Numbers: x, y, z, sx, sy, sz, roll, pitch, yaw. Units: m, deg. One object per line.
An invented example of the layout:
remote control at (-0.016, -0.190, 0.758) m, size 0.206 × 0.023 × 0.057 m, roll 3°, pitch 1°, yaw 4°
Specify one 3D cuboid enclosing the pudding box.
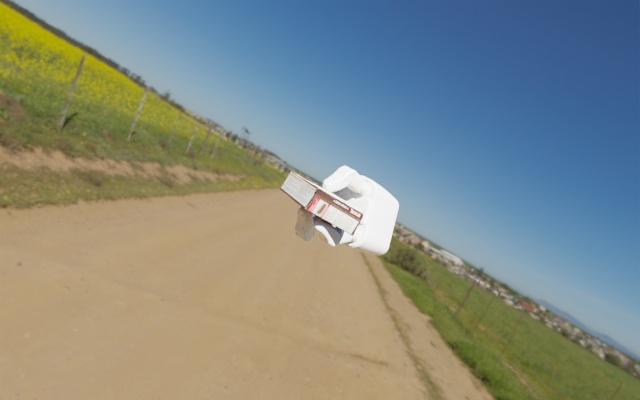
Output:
pudding box at (0.000, 0.002, 0.703) m, size 0.090 × 0.039 × 0.113 m, roll 29°, pitch 1°, yaw -27°
